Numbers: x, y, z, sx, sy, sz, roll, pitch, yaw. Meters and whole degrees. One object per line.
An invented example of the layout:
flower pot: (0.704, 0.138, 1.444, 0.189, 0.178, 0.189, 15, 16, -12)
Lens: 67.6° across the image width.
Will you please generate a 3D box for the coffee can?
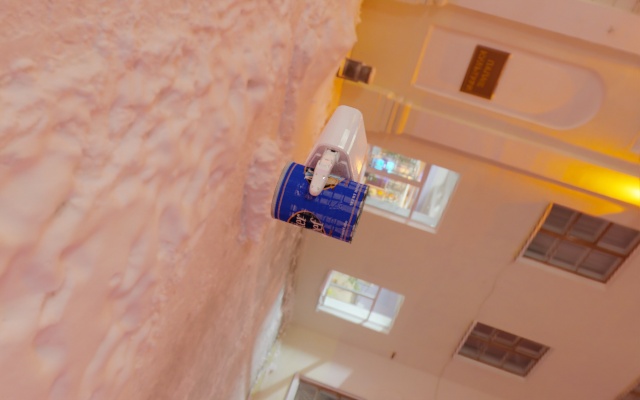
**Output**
coffee can: (0.000, 0.003, 0.799, 0.140, 0.103, 0.103, 18, 2, 7)
